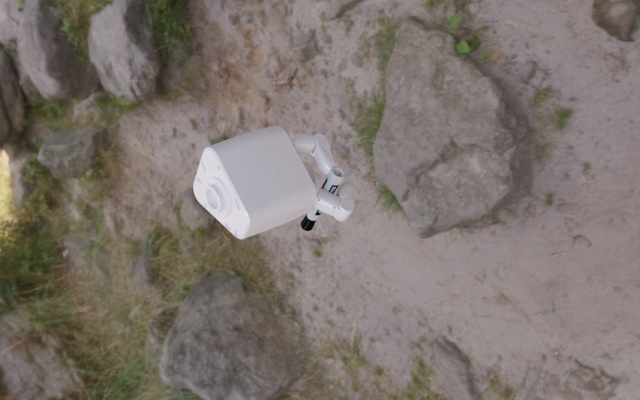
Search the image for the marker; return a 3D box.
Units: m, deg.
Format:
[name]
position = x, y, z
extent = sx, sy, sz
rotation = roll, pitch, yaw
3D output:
[marker]
position = 0.000, 0.002, 0.638
extent = 0.020, 0.020, 0.121
rotation = 0, -38, -28
